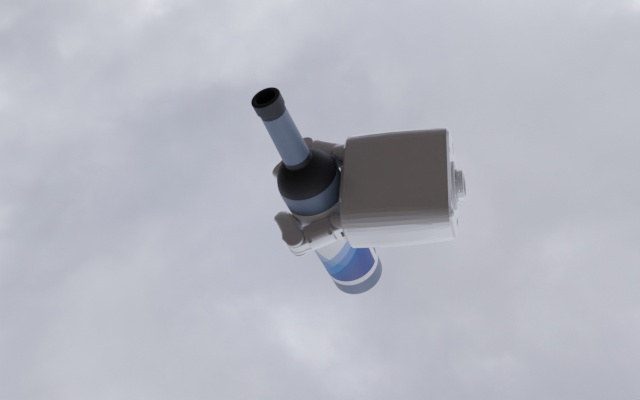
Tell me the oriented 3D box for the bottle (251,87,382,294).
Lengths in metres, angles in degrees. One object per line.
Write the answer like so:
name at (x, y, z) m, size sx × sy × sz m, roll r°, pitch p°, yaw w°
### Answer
bottle at (0.000, 0.002, 0.519) m, size 0.069 × 0.069 × 0.296 m, roll 0°, pitch -38°, yaw 25°
